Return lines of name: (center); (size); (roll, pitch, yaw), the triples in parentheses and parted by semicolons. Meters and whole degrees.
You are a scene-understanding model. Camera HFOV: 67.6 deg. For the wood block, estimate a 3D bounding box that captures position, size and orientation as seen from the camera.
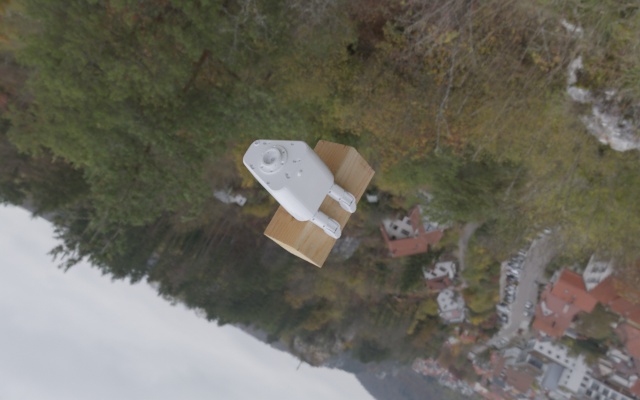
wood block: (0.000, 0.003, 0.877); (0.091, 0.206, 0.090); (20, -15, 44)
